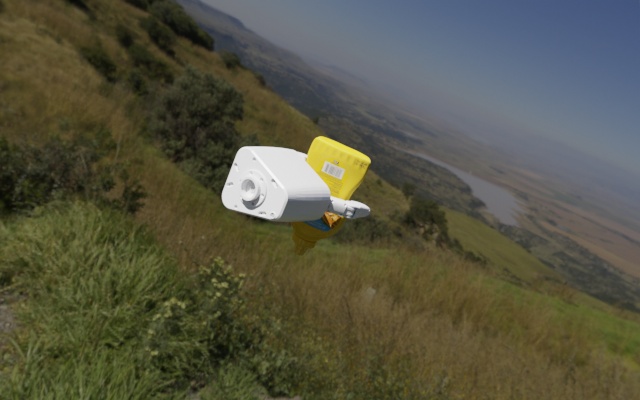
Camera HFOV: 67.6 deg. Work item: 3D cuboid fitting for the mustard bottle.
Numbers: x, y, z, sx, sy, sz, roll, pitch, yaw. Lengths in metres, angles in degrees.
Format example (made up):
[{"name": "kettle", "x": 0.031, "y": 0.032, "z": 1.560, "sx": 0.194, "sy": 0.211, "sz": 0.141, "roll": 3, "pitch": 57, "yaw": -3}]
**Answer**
[{"name": "mustard bottle", "x": 0.000, "y": 0.002, "z": 0.762, "sx": 0.096, "sy": 0.192, "sz": 0.058, "roll": 24, "pitch": 15, "yaw": 3}]
